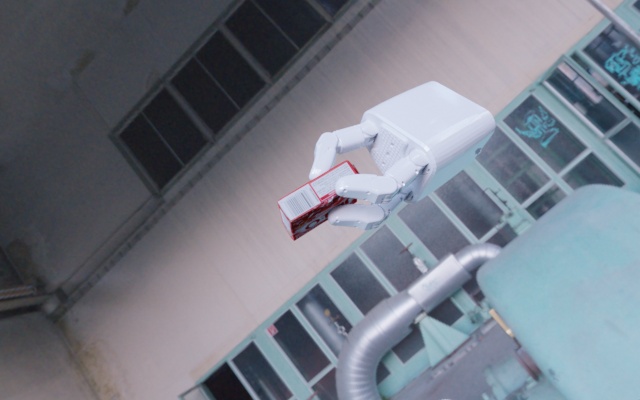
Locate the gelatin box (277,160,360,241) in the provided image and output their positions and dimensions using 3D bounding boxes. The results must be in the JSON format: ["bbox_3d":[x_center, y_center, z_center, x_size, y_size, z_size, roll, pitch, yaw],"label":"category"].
[{"bbox_3d":[0.000,0.001,0.514,0.089,0.030,0.073,-31,-17,-11],"label":"gelatin box"}]
